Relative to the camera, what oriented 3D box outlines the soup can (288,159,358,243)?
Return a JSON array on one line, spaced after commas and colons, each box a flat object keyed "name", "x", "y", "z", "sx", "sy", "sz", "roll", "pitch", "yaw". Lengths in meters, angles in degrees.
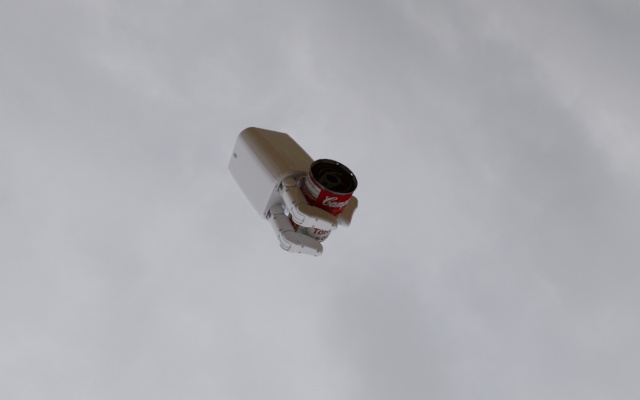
[{"name": "soup can", "x": 0.000, "y": 0.003, "z": 0.662, "sx": 0.068, "sy": 0.068, "sz": 0.102, "roll": 0, "pitch": -44, "yaw": -30}]
